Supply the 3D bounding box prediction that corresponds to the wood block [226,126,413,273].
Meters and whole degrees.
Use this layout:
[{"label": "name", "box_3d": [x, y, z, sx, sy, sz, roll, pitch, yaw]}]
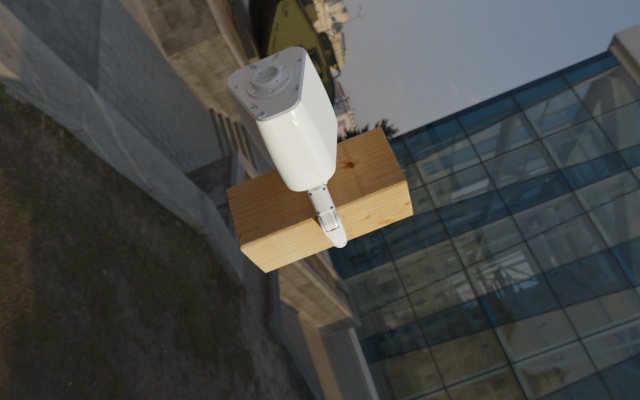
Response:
[{"label": "wood block", "box_3d": [0.000, 0.002, 0.599, 0.206, 0.090, 0.090, -22, -31, 4]}]
